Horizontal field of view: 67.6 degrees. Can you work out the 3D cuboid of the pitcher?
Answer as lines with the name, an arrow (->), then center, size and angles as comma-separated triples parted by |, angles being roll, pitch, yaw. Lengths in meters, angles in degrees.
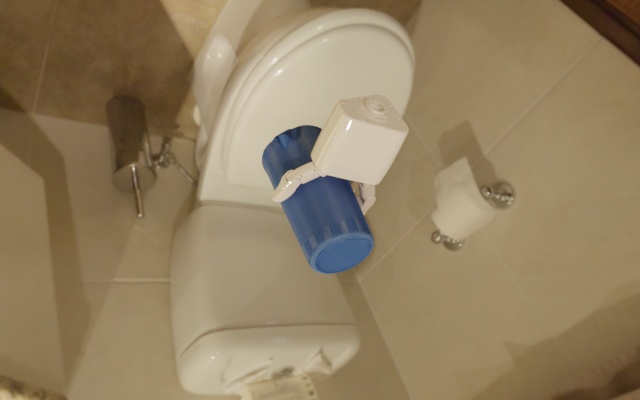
pitcher -> 0.000, 0.003, 0.811 | 0.149, 0.242, 0.145 | 0, -43, -30
